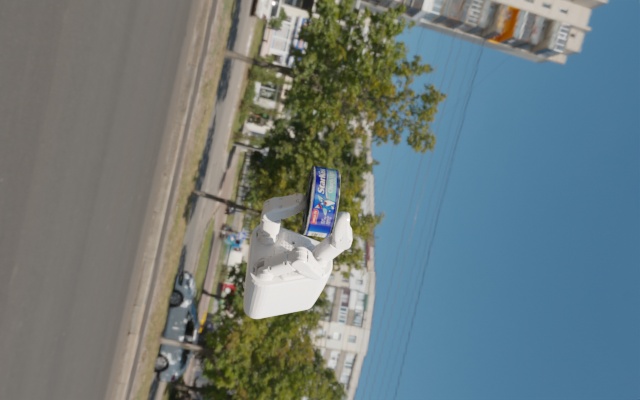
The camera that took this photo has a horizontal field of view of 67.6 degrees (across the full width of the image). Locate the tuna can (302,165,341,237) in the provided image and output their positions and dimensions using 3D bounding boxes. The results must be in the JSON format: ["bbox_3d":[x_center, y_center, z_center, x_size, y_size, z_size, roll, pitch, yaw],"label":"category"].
[{"bbox_3d":[0.001,0.002,0.583,0.034,0.086,0.086,8,-1,-6],"label":"tuna can"}]
